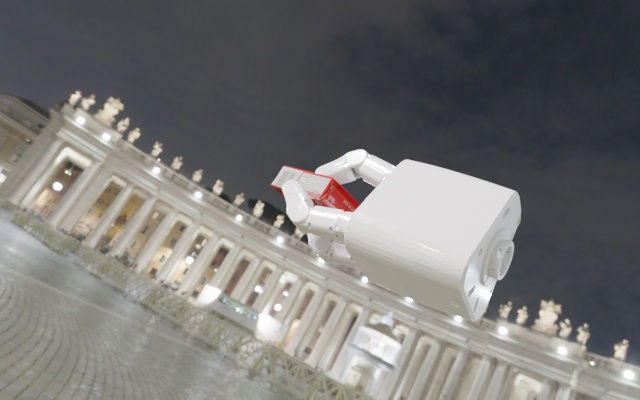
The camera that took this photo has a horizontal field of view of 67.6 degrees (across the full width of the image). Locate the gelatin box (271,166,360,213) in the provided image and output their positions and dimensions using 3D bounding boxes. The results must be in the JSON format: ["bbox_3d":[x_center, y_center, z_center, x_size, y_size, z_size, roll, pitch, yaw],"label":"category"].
[{"bbox_3d":[0.000,0.001,0.504,0.089,0.030,0.073,18,-21,49],"label":"gelatin box"}]
